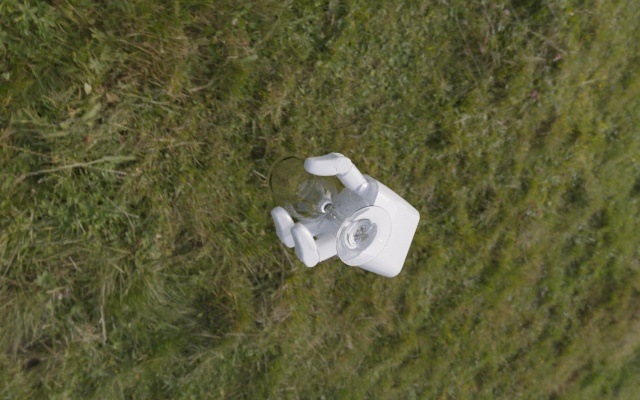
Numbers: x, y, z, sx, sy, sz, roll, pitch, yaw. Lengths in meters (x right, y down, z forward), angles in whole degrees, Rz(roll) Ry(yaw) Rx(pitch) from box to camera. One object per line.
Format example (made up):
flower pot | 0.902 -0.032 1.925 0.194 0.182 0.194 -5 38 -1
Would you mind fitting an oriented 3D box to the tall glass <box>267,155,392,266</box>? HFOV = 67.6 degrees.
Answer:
tall glass | 0.000 0.002 0.605 0.079 0.079 0.201 0 23 -33
